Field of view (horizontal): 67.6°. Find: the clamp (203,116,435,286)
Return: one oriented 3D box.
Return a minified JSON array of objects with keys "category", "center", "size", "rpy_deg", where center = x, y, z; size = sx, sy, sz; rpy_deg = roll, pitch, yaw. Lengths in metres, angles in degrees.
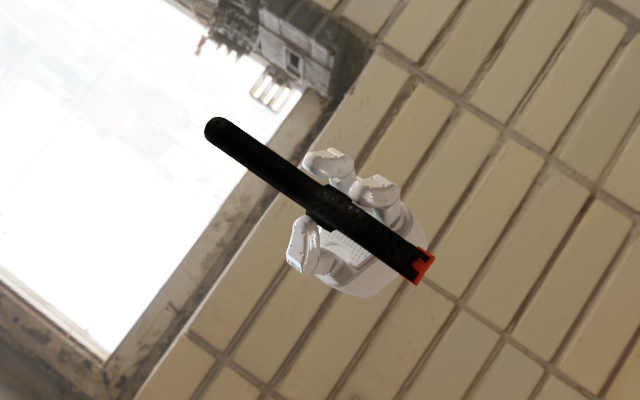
[{"category":"clamp","center":[0.000,0.002,0.415],"size":[0.210,0.036,0.165],"rpy_deg":[33,-1,29]}]
